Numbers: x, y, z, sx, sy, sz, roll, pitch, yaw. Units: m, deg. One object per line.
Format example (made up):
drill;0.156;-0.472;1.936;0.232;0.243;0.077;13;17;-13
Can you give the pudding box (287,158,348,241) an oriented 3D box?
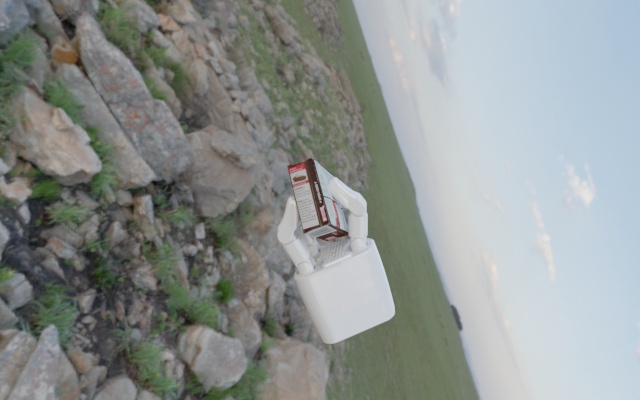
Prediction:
pudding box;0.000;0.002;0.624;0.039;0.090;0.113;-18;-14;11
